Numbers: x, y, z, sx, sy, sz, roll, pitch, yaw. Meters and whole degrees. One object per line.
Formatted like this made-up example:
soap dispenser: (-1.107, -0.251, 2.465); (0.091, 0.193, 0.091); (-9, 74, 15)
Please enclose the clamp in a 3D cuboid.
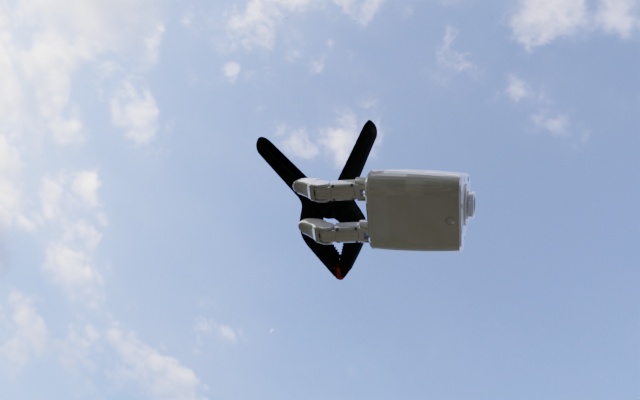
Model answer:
clamp: (0.001, 0.002, 0.620); (0.164, 0.210, 0.036); (3, 21, 25)
